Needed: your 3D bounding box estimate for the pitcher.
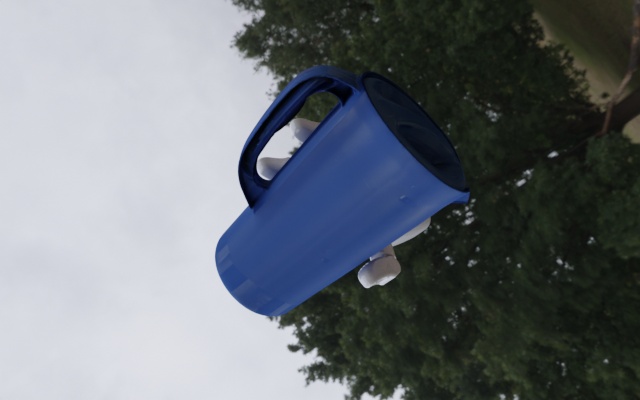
[{"bbox_3d":[0.000,0.002,0.450,0.243,0.149,0.145,-42,-20,27],"label":"pitcher"}]
